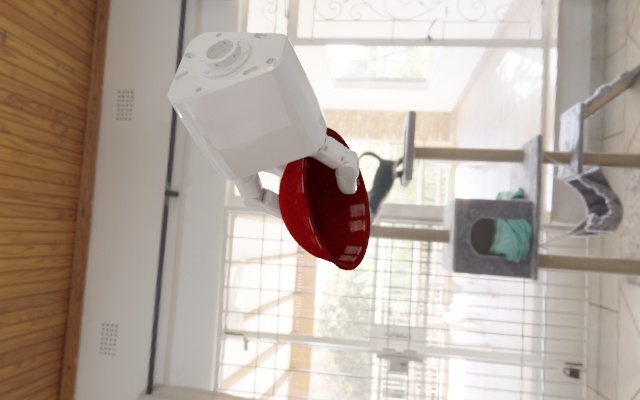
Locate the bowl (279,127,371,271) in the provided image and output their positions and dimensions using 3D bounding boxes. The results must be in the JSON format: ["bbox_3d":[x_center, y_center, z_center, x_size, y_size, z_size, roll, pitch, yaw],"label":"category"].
[{"bbox_3d":[0.000,0.003,0.543,0.055,0.162,0.162,-12,-6,28],"label":"bowl"}]
